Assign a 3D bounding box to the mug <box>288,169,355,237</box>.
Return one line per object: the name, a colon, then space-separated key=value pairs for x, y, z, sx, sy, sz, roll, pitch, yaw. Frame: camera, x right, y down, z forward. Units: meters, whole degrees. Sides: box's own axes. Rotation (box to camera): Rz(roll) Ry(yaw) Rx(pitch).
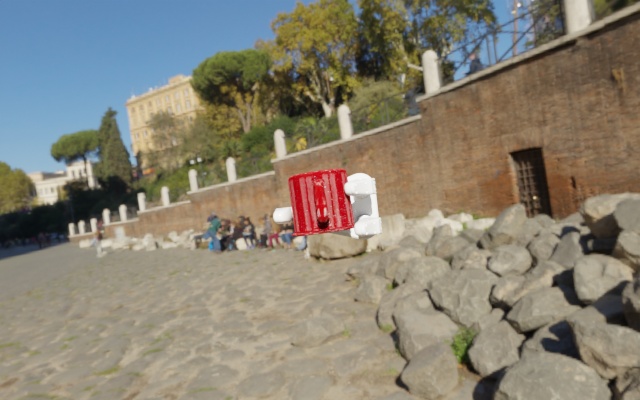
mug: x=0.000 y=0.002 z=0.640 sx=0.093 sy=0.081 sz=0.117 roll=-8 pitch=-1 yaw=3
